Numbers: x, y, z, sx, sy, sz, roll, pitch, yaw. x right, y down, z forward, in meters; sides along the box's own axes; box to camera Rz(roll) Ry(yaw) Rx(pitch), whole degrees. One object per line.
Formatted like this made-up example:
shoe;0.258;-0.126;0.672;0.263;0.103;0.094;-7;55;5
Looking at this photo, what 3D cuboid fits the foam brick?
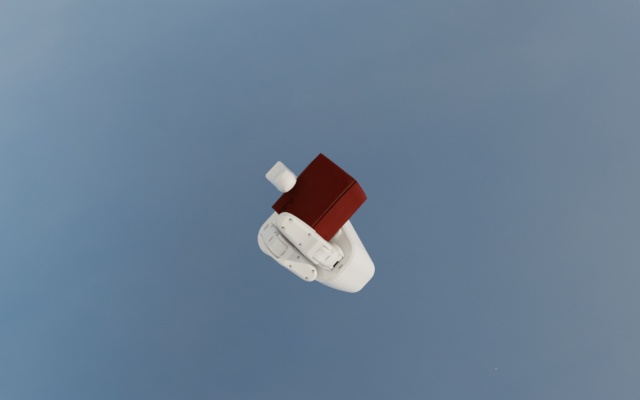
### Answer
foam brick;0.000;0.001;0.492;0.053;0.078;0.051;43;0;28
